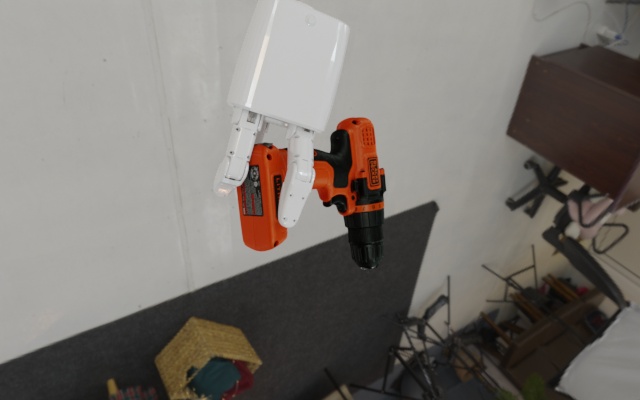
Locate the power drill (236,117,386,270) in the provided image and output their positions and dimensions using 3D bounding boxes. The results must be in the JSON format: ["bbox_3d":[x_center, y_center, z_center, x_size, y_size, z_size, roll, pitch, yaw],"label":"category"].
[{"bbox_3d":[0.000,0.002,0.530,0.187,0.184,0.057,-11,5,-44],"label":"power drill"}]
